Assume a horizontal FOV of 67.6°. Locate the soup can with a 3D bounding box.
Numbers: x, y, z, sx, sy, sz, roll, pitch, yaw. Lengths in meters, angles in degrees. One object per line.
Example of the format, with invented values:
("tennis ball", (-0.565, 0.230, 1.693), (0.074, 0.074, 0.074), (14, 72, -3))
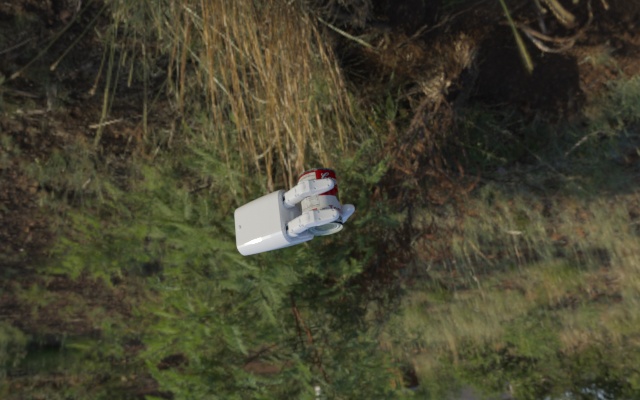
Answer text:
("soup can", (0.001, 0.003, 0.834), (0.068, 0.102, 0.068), (-7, -22, -3))
